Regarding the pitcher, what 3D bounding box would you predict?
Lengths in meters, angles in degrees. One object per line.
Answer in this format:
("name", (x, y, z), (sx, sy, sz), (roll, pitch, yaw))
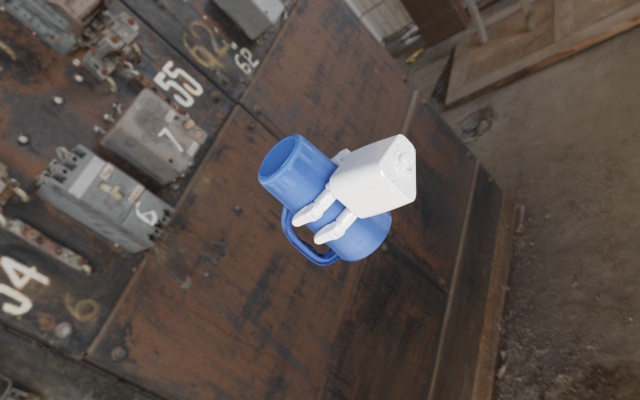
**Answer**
("pitcher", (0.000, 0.003, 0.864), (0.145, 0.149, 0.243), (-19, -49, 43))
